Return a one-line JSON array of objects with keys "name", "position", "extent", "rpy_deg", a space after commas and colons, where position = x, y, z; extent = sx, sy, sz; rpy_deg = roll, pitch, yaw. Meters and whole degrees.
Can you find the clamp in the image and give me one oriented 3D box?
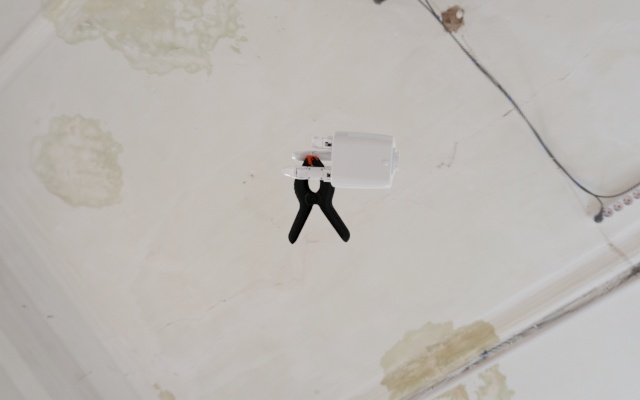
[{"name": "clamp", "position": [0.000, 0.003, 0.887], "extent": [0.120, 0.171, 0.039], "rpy_deg": [5, 9, 12]}]
